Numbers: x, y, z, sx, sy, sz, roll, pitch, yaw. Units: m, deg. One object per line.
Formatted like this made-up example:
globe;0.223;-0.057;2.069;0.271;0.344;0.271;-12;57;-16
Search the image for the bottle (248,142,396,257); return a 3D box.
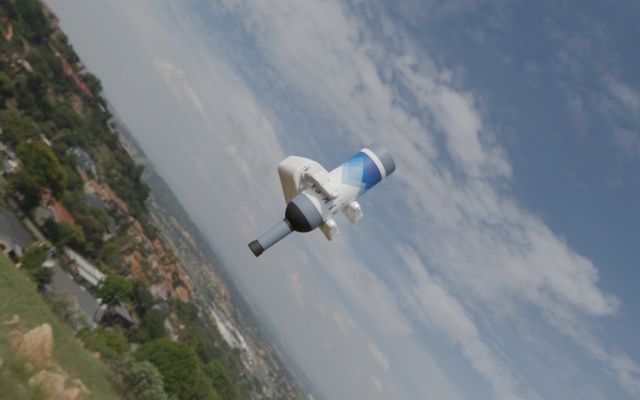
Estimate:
bottle;0.000;0.003;0.846;0.295;0.069;0.069;-36;9;-13
